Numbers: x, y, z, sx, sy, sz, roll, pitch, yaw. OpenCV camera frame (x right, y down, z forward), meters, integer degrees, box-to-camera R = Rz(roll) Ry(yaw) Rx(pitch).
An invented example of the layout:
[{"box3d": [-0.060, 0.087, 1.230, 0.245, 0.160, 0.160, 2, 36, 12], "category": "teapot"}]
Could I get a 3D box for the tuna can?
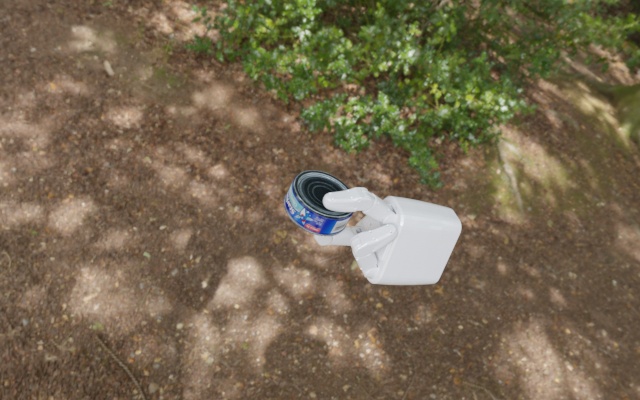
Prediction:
[{"box3d": [0.000, 0.002, 0.595, 0.086, 0.086, 0.034, 0, -44, -31], "category": "tuna can"}]
